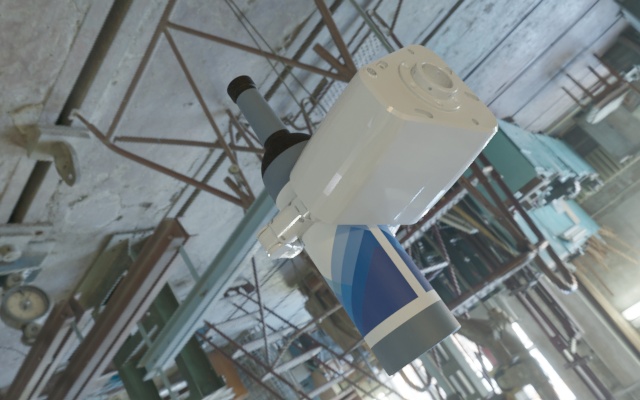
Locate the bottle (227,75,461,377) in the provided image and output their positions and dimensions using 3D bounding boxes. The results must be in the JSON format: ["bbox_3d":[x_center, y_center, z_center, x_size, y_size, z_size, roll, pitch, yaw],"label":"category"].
[{"bbox_3d":[0.000,0.002,0.411,0.069,0.295,0.069,-30,-21,-13],"label":"bottle"}]
